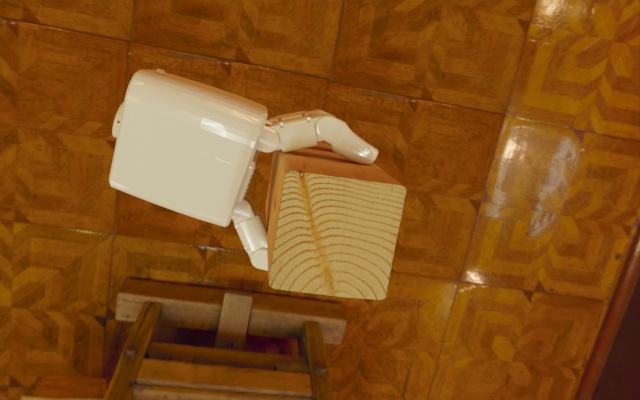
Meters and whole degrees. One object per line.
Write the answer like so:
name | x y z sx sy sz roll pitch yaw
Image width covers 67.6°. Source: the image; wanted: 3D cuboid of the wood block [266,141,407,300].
wood block | 0.000 0.002 0.438 0.090 0.091 0.206 7 14 -9
